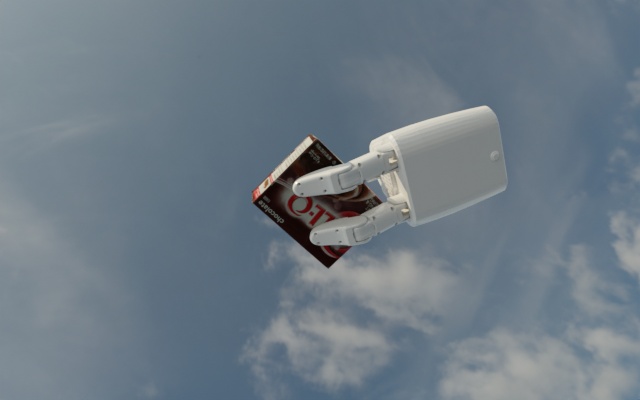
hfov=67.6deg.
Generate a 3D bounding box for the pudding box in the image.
[{"bbox_3d":[0.000,0.002,0.489,0.113,0.090,0.039,43,7,-19],"label":"pudding box"}]
